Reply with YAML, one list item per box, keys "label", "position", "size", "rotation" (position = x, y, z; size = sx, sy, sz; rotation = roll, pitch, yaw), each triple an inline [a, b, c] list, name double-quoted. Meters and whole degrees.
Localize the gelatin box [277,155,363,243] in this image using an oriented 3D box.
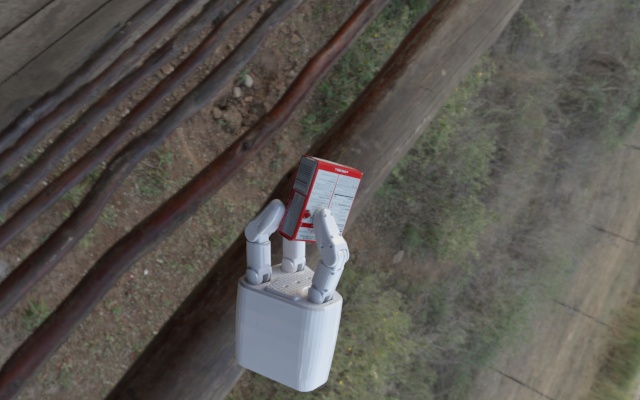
- label: "gelatin box"
  position: [0.000, 0.002, 0.515]
  size: [0.073, 0.089, 0.030]
  rotation: [10, 12, -46]
